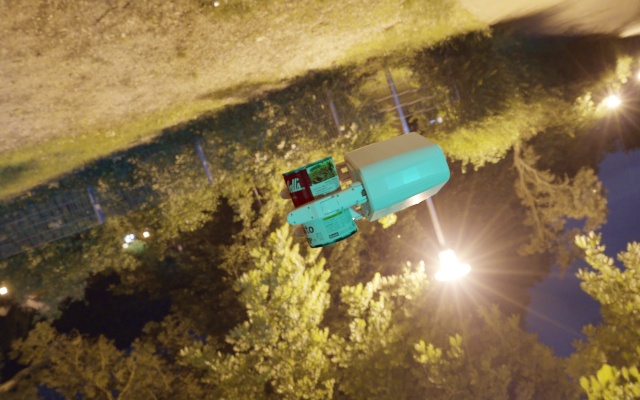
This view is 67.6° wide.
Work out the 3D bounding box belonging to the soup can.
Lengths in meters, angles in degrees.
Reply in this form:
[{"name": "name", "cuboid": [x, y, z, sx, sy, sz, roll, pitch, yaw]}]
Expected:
[{"name": "soup can", "cuboid": [0.000, 0.002, 0.610, 0.068, 0.102, 0.068, -20, 5, 2]}]
